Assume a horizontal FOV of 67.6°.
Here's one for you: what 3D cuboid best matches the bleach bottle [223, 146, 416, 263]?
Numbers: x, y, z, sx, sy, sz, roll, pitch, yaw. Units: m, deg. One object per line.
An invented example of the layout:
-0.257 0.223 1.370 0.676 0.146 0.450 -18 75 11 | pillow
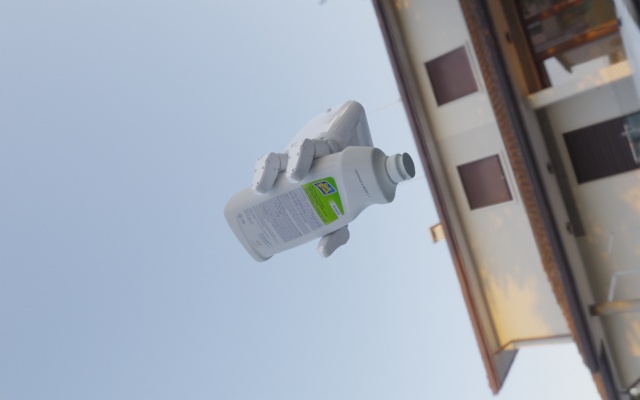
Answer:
0.000 0.002 0.578 0.251 0.102 0.068 -18 25 34 | bleach bottle
